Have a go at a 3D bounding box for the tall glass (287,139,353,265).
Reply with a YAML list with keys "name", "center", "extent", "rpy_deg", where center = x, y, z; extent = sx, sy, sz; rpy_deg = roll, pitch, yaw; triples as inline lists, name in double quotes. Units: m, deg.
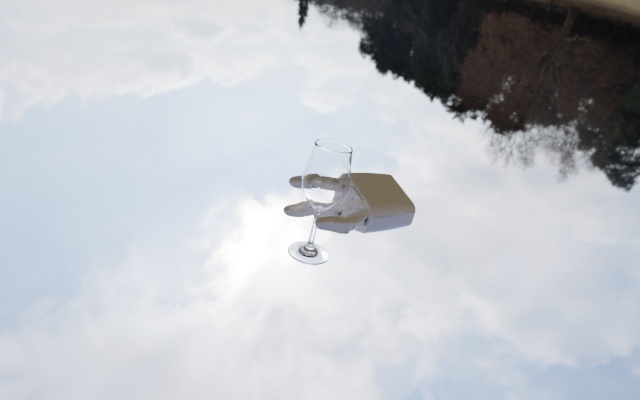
- name: "tall glass"
  center: [0.000, 0.003, 0.790]
  extent: [0.079, 0.201, 0.079]
  rpy_deg: [11, 24, -5]
